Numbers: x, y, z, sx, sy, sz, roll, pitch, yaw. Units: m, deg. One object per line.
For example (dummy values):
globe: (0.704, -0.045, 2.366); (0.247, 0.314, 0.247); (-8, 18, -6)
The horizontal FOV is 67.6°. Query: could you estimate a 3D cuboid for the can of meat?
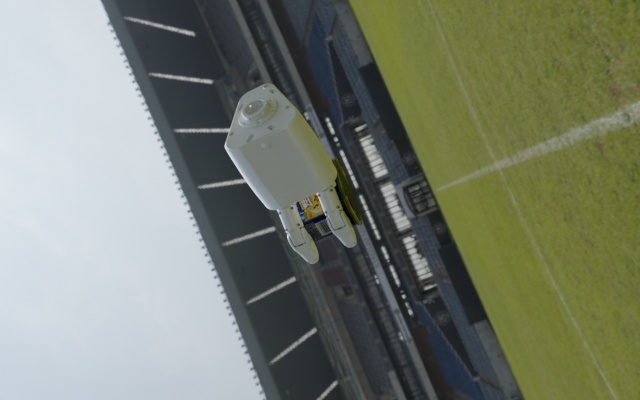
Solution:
can of meat: (0.000, 0.002, 0.642); (0.084, 0.102, 0.057); (-23, -42, 9)
